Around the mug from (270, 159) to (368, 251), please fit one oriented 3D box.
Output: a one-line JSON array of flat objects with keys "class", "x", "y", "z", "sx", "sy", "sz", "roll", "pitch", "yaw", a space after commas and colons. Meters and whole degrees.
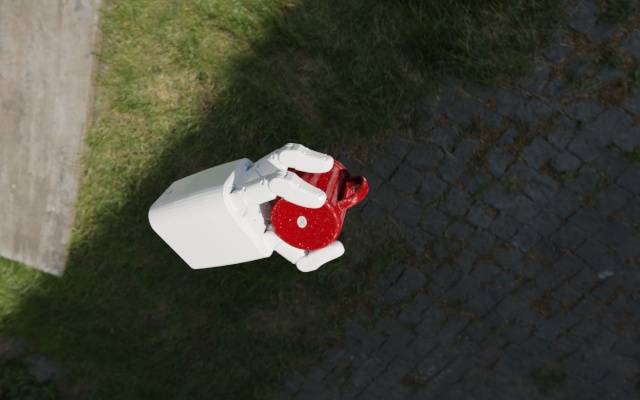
[{"class": "mug", "x": 0.001, "y": 0.002, "z": 0.556, "sx": 0.117, "sy": 0.093, "sz": 0.081, "roll": -15, "pitch": 28, "yaw": 20}]
